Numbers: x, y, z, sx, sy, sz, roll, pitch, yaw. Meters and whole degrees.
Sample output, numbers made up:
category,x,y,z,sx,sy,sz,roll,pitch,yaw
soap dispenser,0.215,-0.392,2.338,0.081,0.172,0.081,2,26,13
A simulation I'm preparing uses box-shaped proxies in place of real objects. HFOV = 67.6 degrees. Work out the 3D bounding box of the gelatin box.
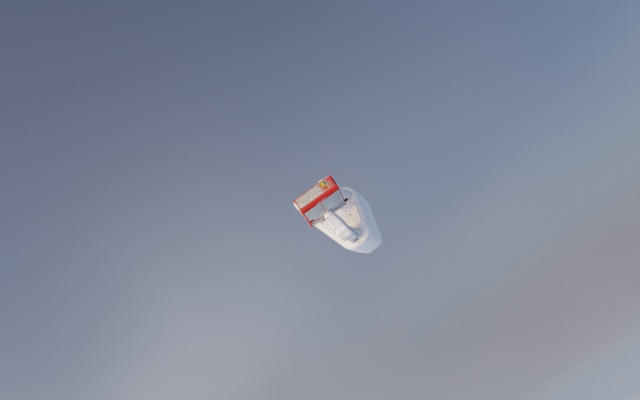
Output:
category,x,y,z,sx,sy,sz,roll,pitch,yaw
gelatin box,0.000,0.003,0.793,0.073,0.030,0.089,-35,-21,-2
